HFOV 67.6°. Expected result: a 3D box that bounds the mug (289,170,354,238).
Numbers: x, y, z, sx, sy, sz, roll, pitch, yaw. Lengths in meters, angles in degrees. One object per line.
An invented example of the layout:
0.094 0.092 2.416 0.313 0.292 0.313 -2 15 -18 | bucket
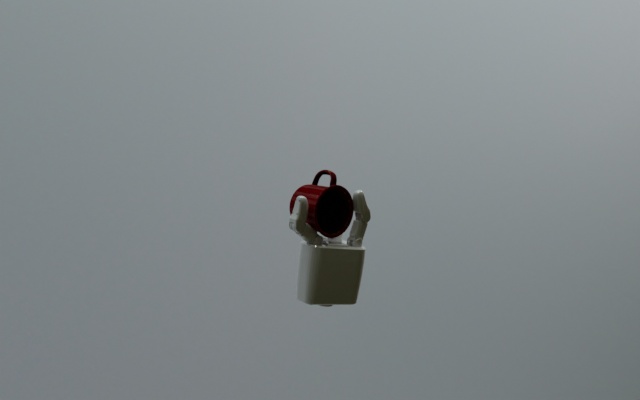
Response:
0.000 0.001 0.854 0.093 0.117 0.081 5 4 -42 | mug
